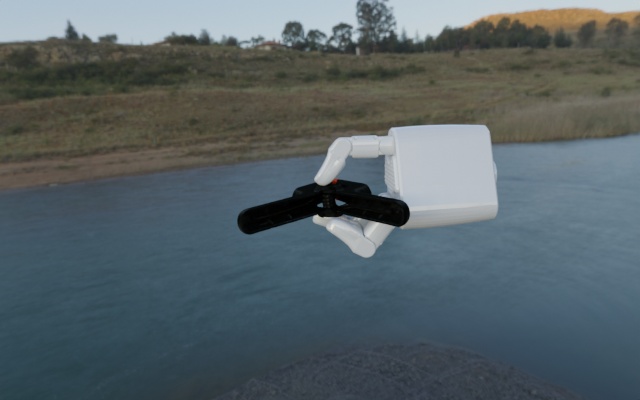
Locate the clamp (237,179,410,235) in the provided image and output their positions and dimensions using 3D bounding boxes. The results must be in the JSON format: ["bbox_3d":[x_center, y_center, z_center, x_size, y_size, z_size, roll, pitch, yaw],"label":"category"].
[{"bbox_3d":[0.000,0.001,0.538,0.164,0.036,0.210,-4,10,-1],"label":"clamp"}]
